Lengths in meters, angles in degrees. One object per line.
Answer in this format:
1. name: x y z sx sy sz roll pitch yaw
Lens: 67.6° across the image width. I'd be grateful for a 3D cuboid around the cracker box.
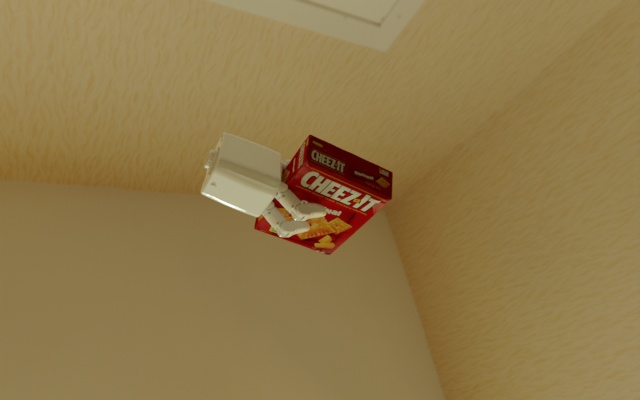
1. cracker box: 0.000 0.003 0.844 0.164 0.072 0.214 22 -41 -19
